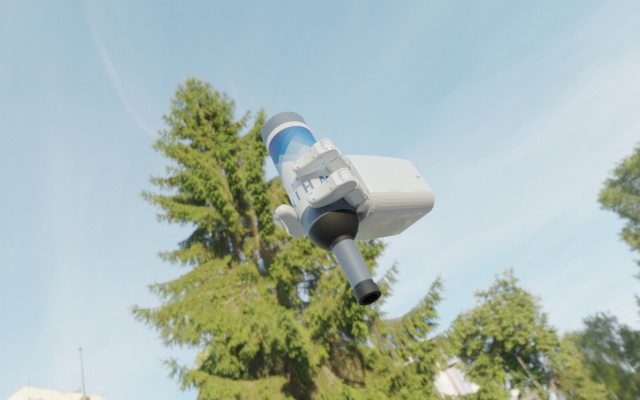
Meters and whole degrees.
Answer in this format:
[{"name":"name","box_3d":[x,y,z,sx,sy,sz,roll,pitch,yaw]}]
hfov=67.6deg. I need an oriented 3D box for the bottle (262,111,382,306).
[{"name":"bottle","box_3d":[0.000,0.002,0.603,0.069,0.295,0.069,-17,-38,-14]}]
